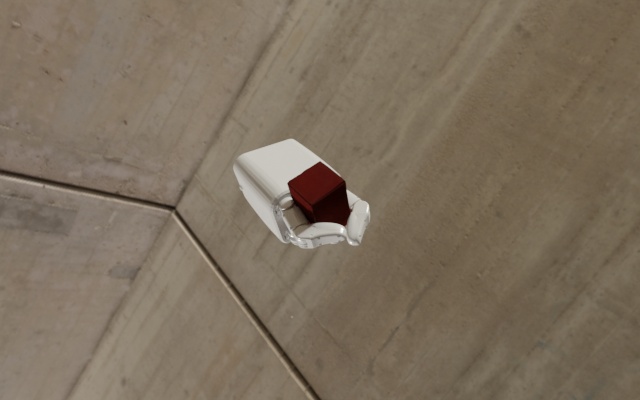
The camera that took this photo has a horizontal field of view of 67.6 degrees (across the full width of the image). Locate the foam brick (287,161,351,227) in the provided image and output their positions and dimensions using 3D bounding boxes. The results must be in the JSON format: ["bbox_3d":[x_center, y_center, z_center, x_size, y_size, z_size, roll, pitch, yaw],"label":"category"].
[{"bbox_3d":[0.000,0.002,0.586,0.053,0.078,0.051,-34,53,-17],"label":"foam brick"}]
